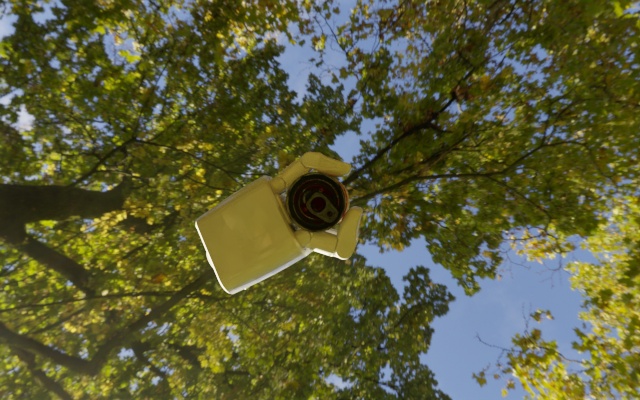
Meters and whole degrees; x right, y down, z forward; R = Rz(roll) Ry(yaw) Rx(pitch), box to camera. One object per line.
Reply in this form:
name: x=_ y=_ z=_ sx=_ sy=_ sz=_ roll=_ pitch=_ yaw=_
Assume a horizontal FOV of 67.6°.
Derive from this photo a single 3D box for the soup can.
soup can: x=0.000 y=0.002 z=0.582 sx=0.068 sy=0.068 sz=0.102 roll=0 pitch=0 yaw=7
